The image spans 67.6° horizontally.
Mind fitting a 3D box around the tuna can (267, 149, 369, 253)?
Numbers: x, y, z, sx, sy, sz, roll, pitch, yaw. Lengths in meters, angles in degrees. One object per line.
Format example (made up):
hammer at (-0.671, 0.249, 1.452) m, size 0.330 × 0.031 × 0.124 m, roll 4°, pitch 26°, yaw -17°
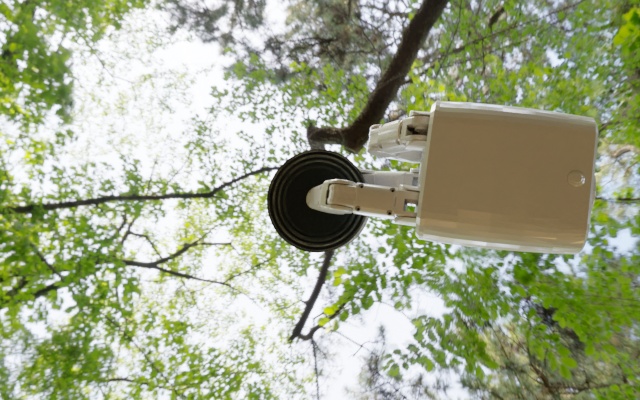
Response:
tuna can at (0.000, 0.001, 0.408) m, size 0.086 × 0.086 × 0.034 m, roll 0°, pitch -5°, yaw 11°
